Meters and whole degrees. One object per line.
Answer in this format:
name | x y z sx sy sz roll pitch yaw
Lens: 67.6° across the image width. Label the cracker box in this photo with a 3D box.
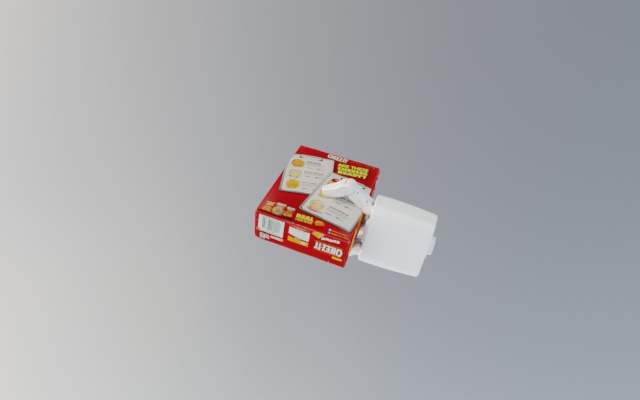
cracker box | 0.000 0.003 0.848 0.164 0.072 0.213 18 41 9
